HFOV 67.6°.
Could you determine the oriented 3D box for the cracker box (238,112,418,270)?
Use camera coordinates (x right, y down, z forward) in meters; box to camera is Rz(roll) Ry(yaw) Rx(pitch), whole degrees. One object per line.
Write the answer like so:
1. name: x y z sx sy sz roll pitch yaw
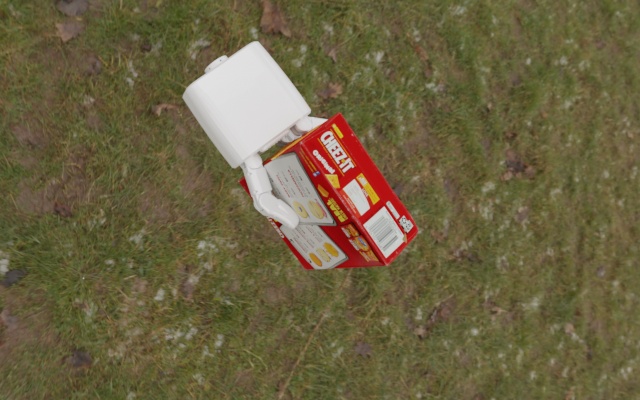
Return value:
1. cracker box: 0.000 0.002 0.600 0.072 0.164 0.214 -40 10 -26
